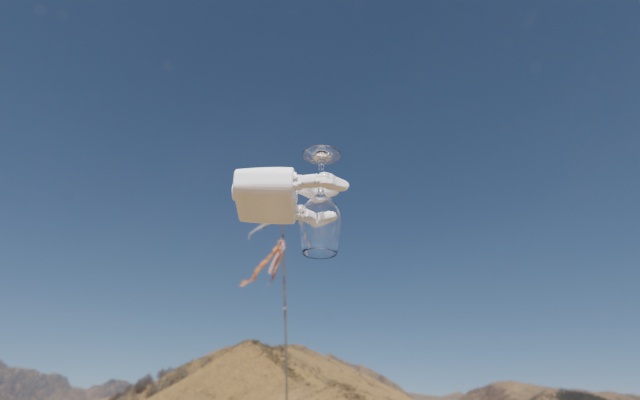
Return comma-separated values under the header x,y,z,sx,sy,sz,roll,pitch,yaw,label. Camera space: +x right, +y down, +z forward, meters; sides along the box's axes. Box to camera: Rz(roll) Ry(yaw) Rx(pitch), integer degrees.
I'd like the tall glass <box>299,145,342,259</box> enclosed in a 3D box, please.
x,y,z,sx,sy,sz,roll,pitch,yaw,label
0.000,0.002,0.876,0.079,0.201,0.079,1,-24,0,tall glass
